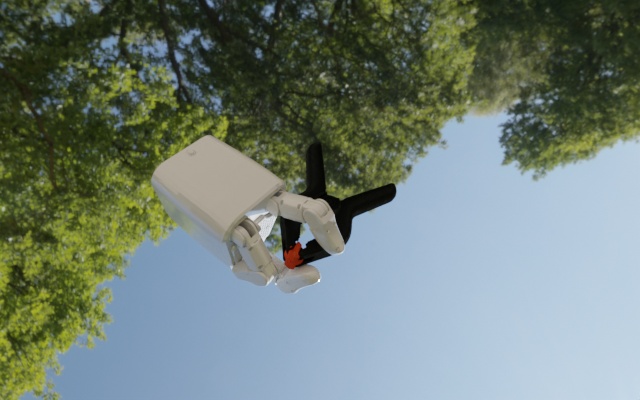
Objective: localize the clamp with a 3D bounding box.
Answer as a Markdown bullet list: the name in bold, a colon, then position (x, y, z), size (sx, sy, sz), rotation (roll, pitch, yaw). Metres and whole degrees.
- **clamp**: position (0.000, 0.002, 0.541), size (0.120, 0.039, 0.171), rotation (33, 49, 17)
